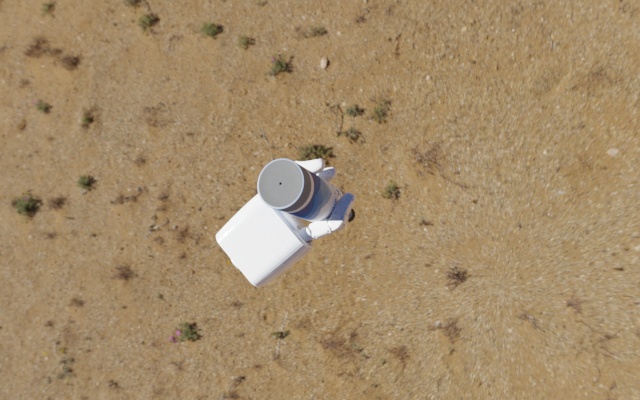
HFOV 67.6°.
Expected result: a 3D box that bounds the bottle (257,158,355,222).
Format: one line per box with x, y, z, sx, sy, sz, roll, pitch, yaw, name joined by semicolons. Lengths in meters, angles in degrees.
0.000;0.002;0.742;0.069;0.069;0.296;0;-9;21;bottle
